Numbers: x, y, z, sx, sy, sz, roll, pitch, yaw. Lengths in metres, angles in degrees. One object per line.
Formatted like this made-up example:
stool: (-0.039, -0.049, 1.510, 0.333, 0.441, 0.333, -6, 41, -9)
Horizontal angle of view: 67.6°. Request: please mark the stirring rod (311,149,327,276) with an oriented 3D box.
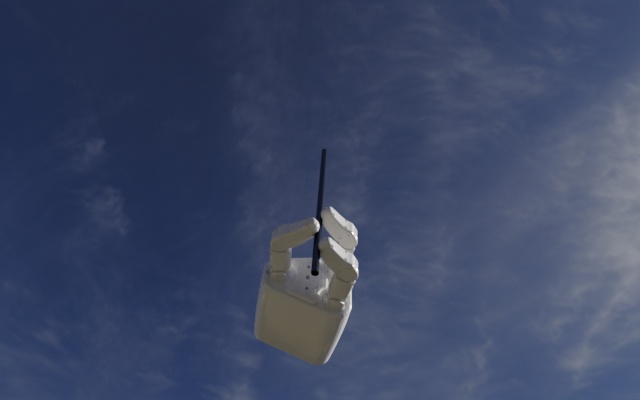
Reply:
stirring rod: (0.000, 0.002, 0.576, 0.011, 0.011, 0.239, 0, 36, 3)
